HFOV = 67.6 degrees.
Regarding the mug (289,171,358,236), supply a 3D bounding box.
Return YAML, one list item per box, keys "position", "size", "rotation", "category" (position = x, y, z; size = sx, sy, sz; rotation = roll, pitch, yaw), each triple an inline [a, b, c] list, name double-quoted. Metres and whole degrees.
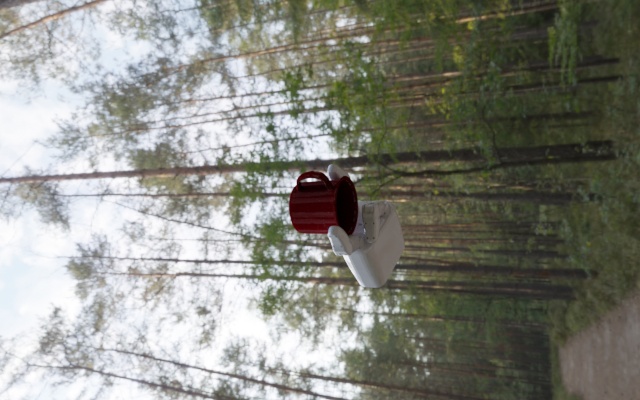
- position: [-0.001, 0.001, 0.726]
  size: [0.081, 0.093, 0.117]
  rotation: [-2, -43, 25]
  category: "mug"
